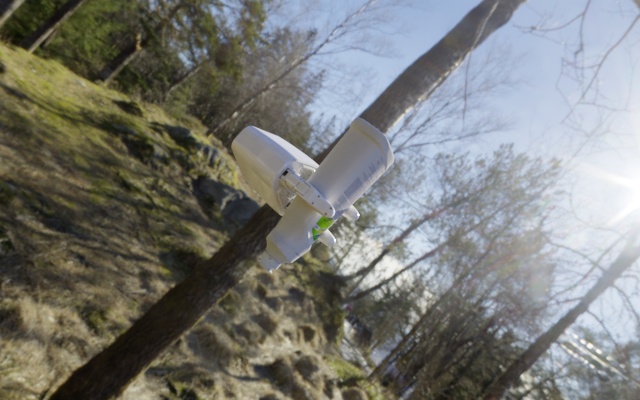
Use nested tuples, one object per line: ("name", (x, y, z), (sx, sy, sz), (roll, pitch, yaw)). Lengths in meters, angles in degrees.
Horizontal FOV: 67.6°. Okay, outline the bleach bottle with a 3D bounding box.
("bleach bottle", (0.000, 0.002, 0.699), (0.068, 0.251, 0.103), (41, -4, 26))
